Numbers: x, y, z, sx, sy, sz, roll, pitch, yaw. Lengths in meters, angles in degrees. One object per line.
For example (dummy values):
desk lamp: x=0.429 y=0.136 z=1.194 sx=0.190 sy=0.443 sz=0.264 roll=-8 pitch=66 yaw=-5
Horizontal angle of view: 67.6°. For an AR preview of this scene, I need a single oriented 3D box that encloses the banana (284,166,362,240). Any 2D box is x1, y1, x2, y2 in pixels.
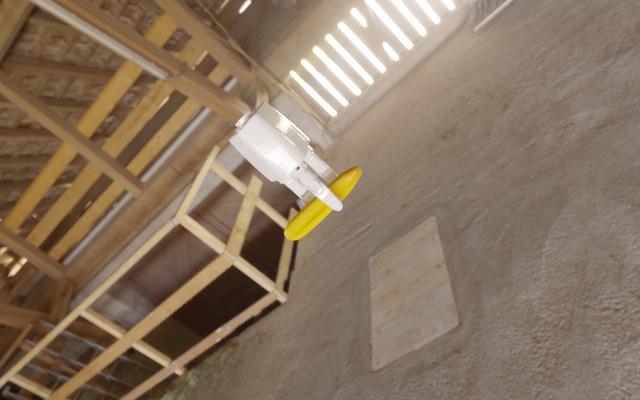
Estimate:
banana: x=-0.006 y=0.013 z=0.827 sx=0.198 sy=0.037 sz=0.069 roll=-43 pitch=10 yaw=28
